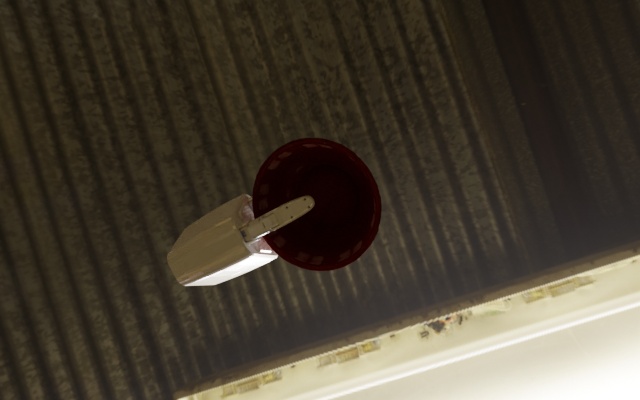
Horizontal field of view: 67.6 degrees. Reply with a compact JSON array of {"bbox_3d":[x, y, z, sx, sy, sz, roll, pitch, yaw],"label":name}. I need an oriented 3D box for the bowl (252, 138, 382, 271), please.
[{"bbox_3d":[0.001,0.002,0.587,0.162,0.162,0.055,0,11,19],"label":"bowl"}]
